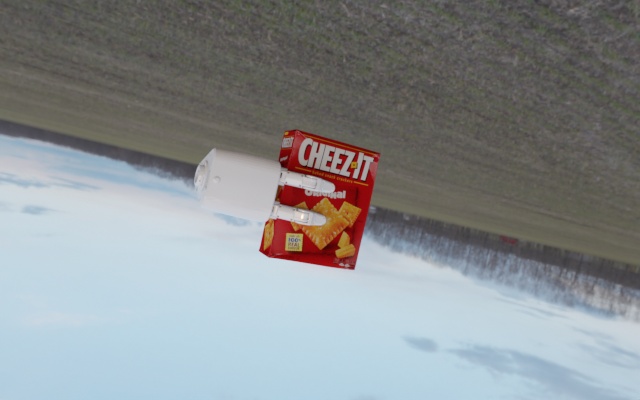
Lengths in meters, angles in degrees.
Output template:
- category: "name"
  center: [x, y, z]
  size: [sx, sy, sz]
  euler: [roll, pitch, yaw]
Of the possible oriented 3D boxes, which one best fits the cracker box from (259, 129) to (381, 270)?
- category: "cracker box"
  center: [0.000, 0.003, 0.819]
  size: [0.164, 0.213, 0.072]
  euler: [13, 1, -23]
